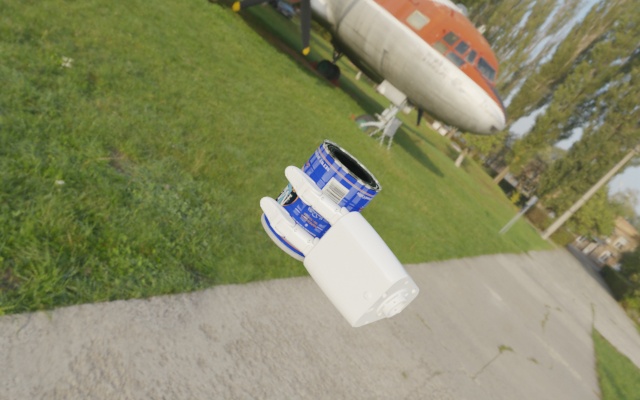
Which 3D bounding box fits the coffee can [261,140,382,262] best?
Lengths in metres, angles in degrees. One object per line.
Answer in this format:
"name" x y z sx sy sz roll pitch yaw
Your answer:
"coffee can" 0.000 0.002 0.662 0.103 0.140 0.102 37 17 -13
